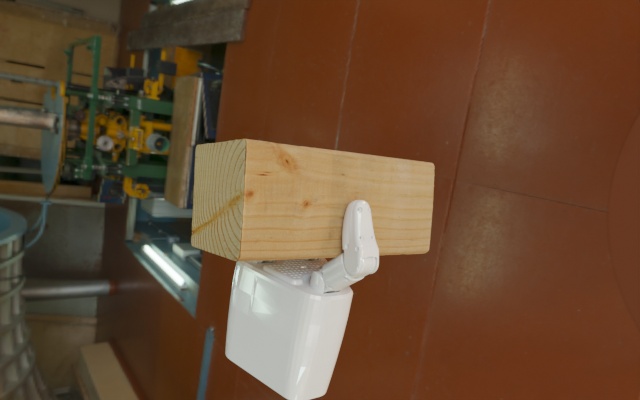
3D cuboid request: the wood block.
[{"bbox_3d":[0.000,0.002,0.435,0.206,0.090,0.091,2,2,-37],"label":"wood block"}]
